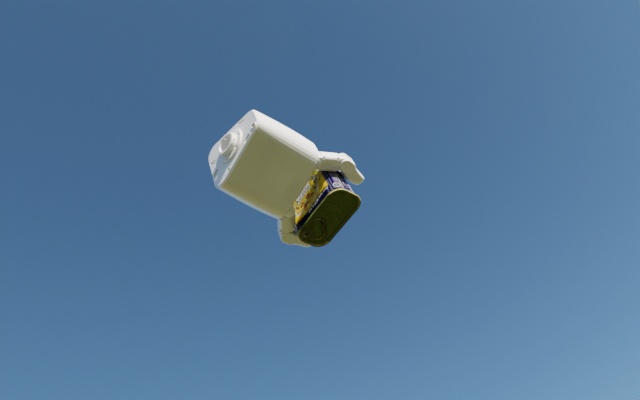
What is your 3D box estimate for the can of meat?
[{"bbox_3d":[0.000,0.002,0.703,0.057,0.102,0.084,24,25,-35],"label":"can of meat"}]
